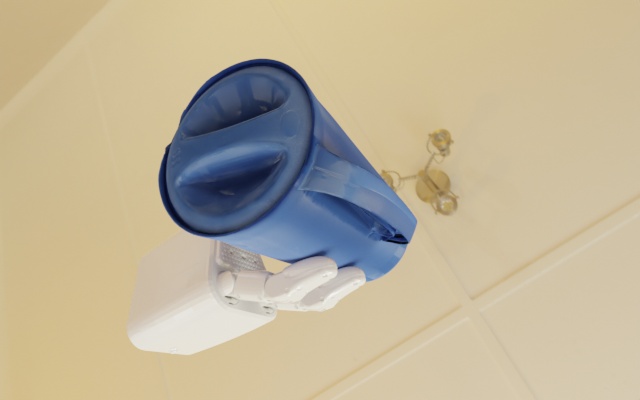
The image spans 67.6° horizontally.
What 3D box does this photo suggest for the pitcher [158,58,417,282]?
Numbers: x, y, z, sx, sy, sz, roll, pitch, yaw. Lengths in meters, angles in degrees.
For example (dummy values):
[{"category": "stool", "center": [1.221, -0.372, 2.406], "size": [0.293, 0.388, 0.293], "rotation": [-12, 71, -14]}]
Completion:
[{"category": "pitcher", "center": [0.000, 0.001, 0.413], "size": [0.145, 0.149, 0.243], "rotation": [-31, -32, 17]}]
